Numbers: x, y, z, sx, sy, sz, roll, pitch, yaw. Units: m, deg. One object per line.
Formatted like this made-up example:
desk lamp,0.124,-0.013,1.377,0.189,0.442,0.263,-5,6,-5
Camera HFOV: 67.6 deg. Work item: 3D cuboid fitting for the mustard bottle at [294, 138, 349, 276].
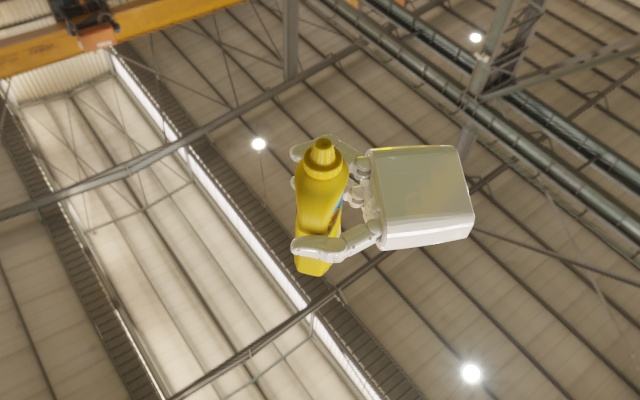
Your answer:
mustard bottle,0.000,0.002,0.551,0.058,0.096,0.192,13,-37,7
